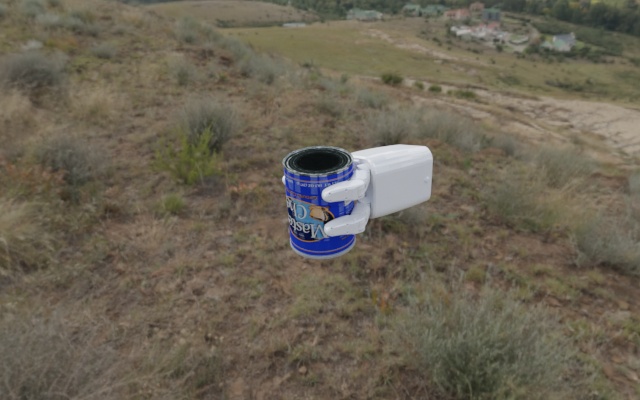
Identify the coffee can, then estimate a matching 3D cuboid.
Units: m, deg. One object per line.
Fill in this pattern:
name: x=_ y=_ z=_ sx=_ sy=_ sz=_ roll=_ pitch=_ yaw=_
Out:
coffee can: x=0.000 y=0.002 z=0.717 sx=0.103 sy=0.140 sz=0.102 roll=-3 pitch=29 yaw=1
